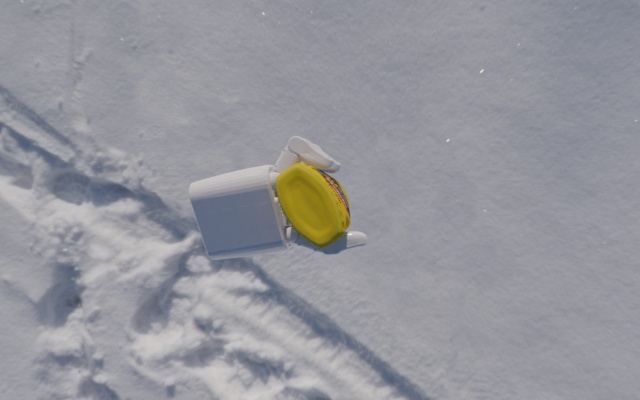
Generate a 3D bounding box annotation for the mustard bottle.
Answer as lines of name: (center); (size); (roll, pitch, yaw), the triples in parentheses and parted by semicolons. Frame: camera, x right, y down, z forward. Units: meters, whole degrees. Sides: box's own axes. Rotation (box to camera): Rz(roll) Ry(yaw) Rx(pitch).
mustard bottle: (0.000, 0.002, 0.607); (0.058, 0.096, 0.191); (-35, -2, 8)
